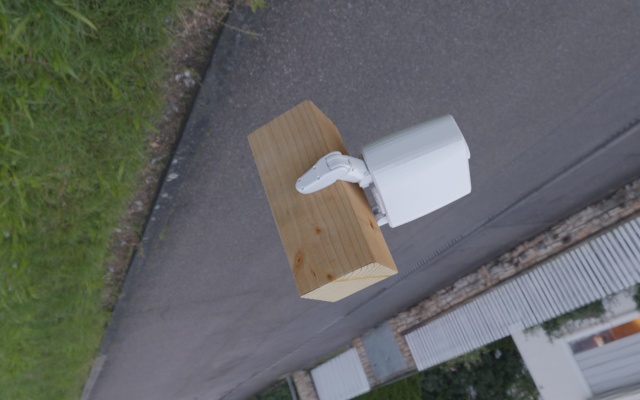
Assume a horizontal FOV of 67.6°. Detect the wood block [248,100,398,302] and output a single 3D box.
[{"bbox_3d":[0.000,0.002,0.555,0.090,0.206,0.091,-28,-24,16],"label":"wood block"}]
